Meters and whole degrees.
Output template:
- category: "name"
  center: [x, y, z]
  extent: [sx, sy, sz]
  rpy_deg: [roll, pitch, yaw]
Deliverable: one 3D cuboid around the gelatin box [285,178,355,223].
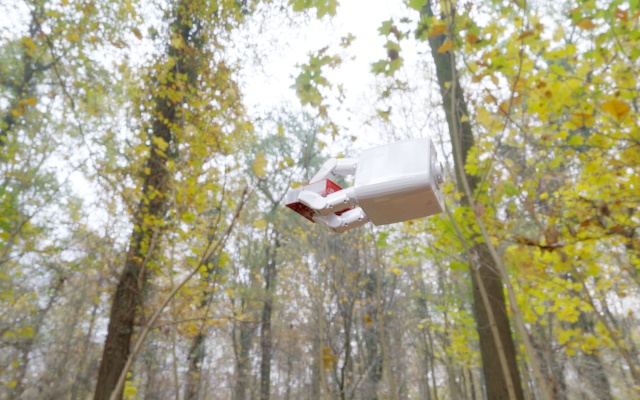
- category: "gelatin box"
  center: [0.000, 0.002, 0.760]
  extent: [0.089, 0.030, 0.073]
  rpy_deg: [-16, -35, 37]
